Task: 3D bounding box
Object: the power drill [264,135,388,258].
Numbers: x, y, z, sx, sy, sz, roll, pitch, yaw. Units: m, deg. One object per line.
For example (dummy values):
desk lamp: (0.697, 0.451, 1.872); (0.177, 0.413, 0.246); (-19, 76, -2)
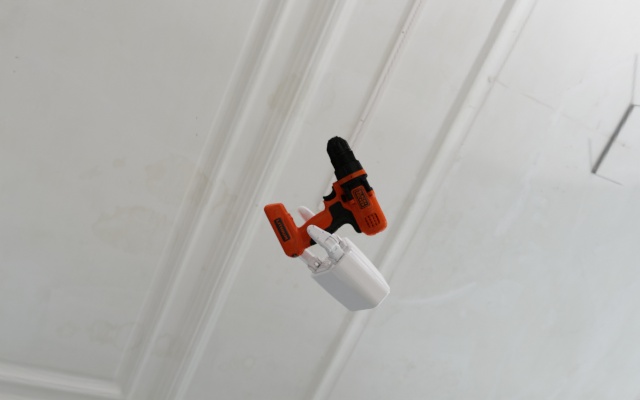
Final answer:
power drill: (0.000, 0.003, 0.831); (0.187, 0.184, 0.057); (-26, -5, 6)
